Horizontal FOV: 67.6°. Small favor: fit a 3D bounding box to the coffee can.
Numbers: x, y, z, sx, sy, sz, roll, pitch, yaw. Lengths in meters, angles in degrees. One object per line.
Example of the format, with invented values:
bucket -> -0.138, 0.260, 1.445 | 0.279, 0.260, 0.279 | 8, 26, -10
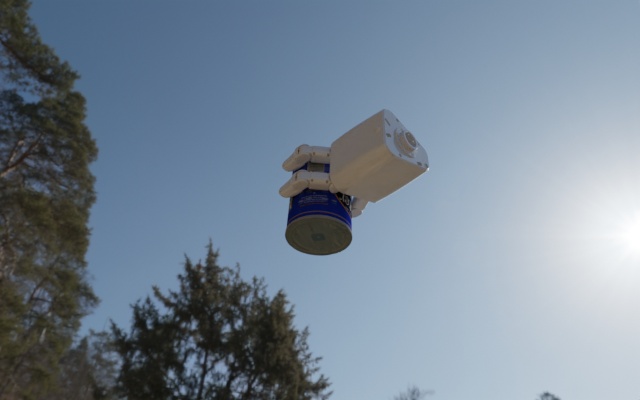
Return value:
coffee can -> 0.000, 0.003, 0.766 | 0.103, 0.140, 0.103 | 2, -38, 2
